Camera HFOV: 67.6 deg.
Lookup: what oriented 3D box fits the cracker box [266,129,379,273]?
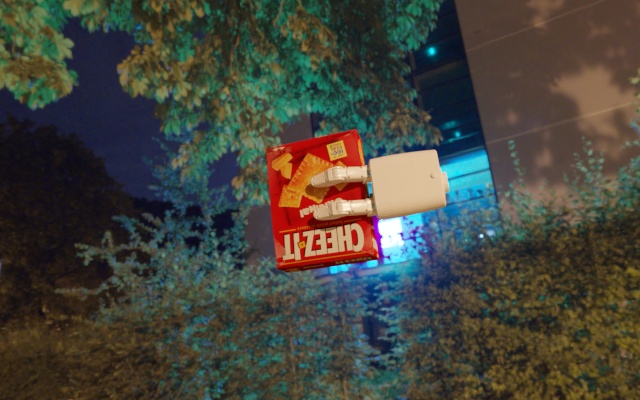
[{"bbox_3d":[0.000,0.003,0.803,0.164,0.213,0.072,-10,-16,12],"label":"cracker box"}]
